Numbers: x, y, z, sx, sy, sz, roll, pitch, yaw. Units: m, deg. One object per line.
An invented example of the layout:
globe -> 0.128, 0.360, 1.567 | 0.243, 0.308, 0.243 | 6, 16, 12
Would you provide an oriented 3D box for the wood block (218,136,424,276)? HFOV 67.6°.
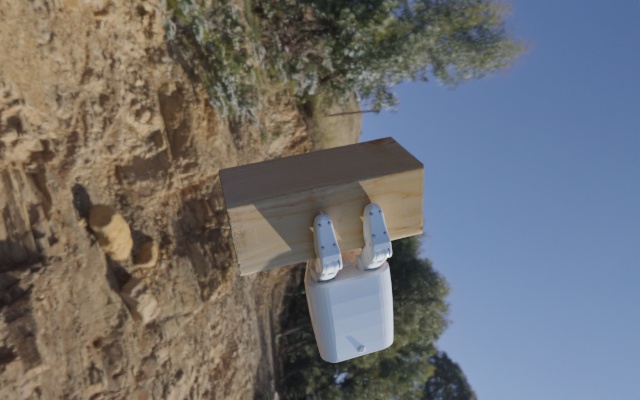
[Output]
wood block -> 0.000, 0.002, 0.532 | 0.206, 0.090, 0.090 | -12, 29, -11
